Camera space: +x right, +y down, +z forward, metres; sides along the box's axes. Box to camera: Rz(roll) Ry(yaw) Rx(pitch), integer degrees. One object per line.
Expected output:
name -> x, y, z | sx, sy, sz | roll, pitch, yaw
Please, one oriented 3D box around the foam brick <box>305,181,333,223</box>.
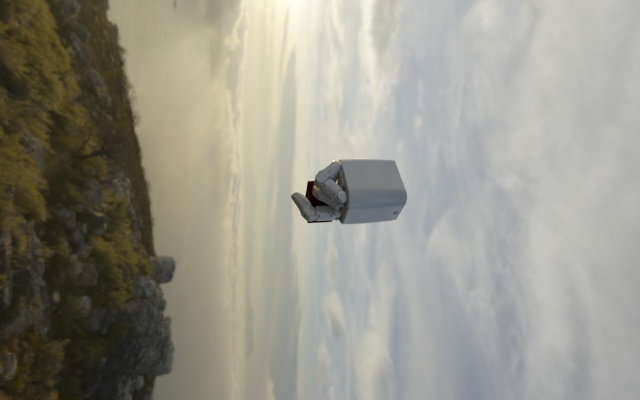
foam brick -> 0.000, 0.003, 0.898 | 0.051, 0.053, 0.078 | -3, -27, -9
